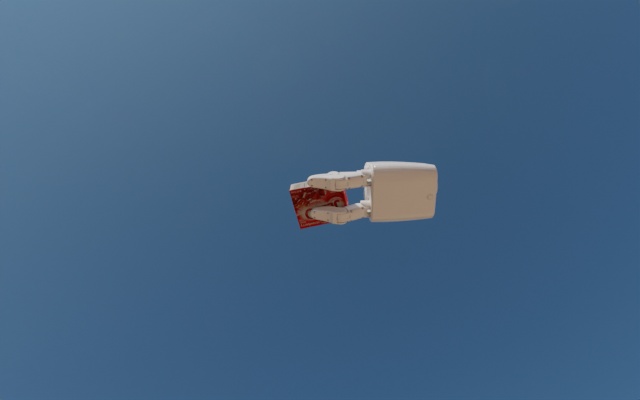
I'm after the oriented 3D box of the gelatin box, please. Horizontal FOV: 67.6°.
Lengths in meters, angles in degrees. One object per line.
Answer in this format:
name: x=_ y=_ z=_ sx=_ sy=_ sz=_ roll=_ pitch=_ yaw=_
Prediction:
gelatin box: x=0.000 y=0.002 z=0.794 sx=0.089 sy=0.073 sz=0.030 roll=-11 pitch=23 yaw=9
